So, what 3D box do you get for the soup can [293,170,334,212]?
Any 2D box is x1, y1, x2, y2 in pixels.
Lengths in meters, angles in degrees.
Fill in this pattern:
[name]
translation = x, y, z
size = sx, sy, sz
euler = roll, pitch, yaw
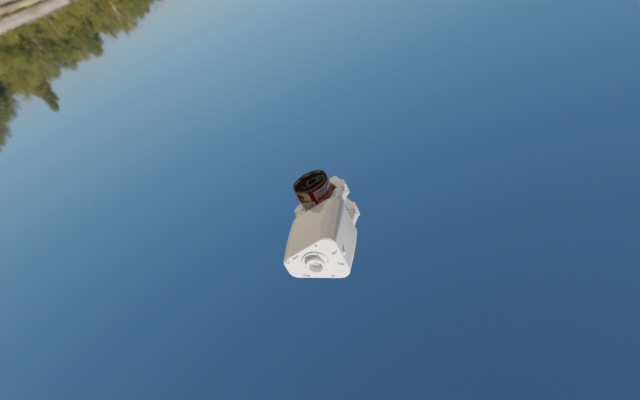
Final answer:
[soup can]
translation = 0.000, 0.003, 0.900
size = 0.068, 0.102, 0.068
euler = -20, 31, 13
